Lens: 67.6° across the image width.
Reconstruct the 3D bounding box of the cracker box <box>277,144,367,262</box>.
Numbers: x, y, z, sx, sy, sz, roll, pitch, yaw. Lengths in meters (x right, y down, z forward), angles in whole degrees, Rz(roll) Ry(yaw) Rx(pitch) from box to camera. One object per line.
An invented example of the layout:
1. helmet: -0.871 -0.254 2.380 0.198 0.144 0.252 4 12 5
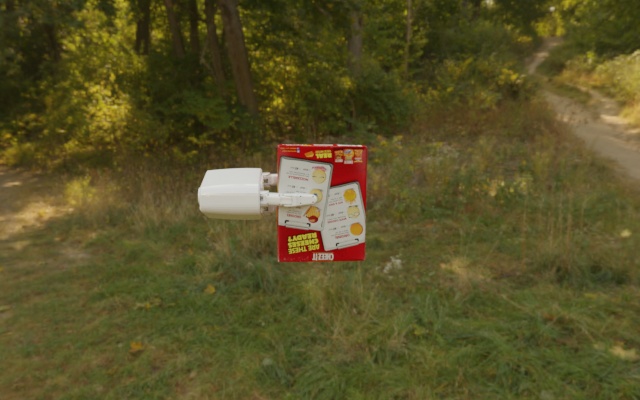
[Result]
1. cracker box: 0.000 0.003 0.894 0.164 0.214 0.072 0 8 -5
